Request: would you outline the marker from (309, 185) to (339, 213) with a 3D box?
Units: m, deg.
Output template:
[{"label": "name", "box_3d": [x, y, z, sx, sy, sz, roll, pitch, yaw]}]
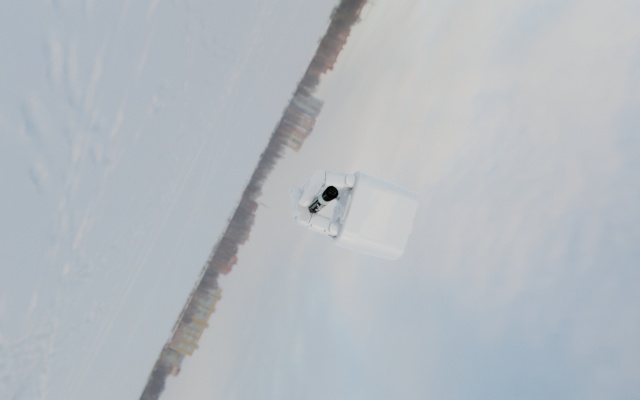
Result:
[{"label": "marker", "box_3d": [0.000, 0.002, 0.679, 0.020, 0.020, 0.121, 0, -14, -17]}]
